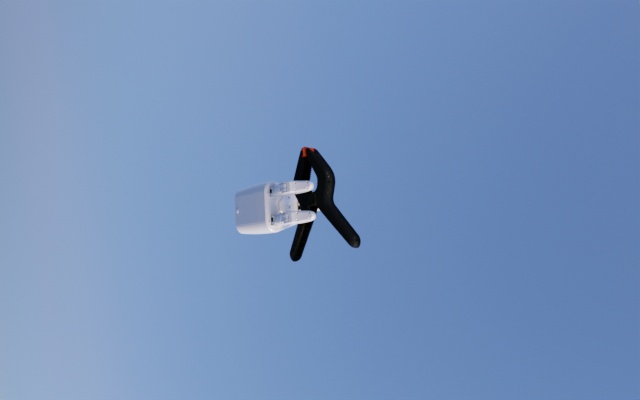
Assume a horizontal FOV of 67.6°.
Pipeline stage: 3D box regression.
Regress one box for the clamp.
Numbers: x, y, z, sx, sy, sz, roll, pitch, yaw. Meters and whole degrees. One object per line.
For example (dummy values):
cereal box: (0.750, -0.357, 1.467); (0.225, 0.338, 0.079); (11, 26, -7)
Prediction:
clamp: (0.000, 0.002, 0.864); (0.164, 0.210, 0.036); (-9, -8, 42)
